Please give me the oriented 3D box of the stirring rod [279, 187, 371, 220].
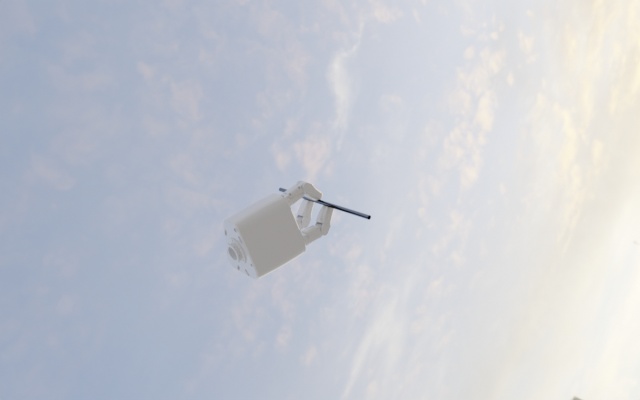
[{"bbox_3d":[0.000,0.003,0.875,0.011,0.011,0.239,0,12,-43],"label":"stirring rod"}]
